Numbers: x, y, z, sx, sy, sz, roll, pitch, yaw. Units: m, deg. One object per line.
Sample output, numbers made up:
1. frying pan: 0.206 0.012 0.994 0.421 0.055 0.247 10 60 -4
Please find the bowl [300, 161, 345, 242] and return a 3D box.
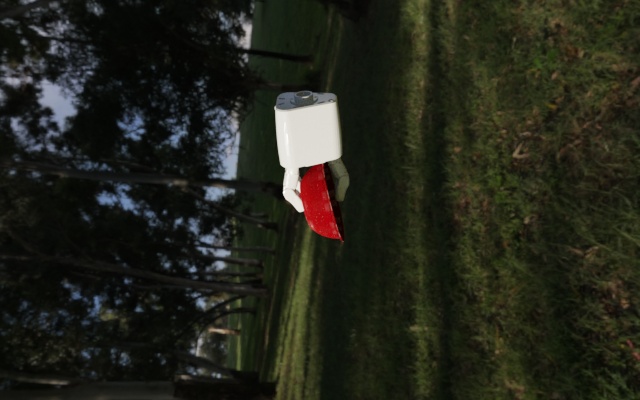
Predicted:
1. bowl: 0.000 0.004 0.887 0.055 0.162 0.162 -14 -2 7
